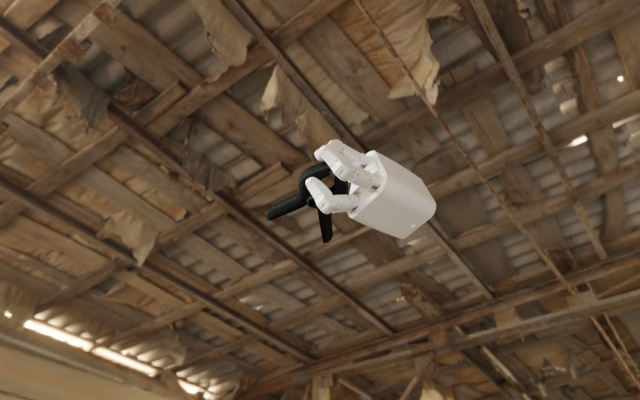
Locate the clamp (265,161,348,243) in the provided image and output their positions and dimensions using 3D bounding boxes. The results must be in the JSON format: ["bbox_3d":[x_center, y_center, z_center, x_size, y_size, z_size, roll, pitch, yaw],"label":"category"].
[{"bbox_3d":[0.000,0.002,0.767,0.120,0.039,0.171,26,-48,-22],"label":"clamp"}]
